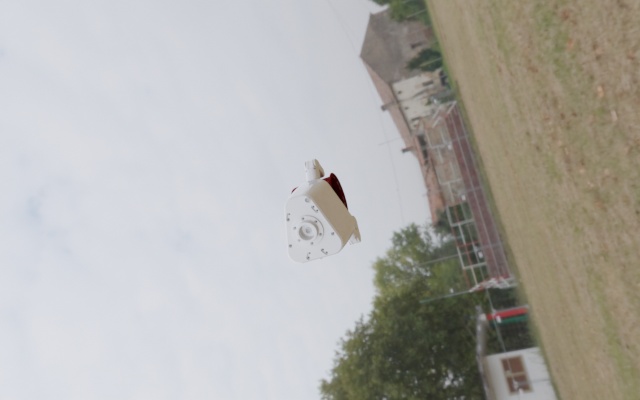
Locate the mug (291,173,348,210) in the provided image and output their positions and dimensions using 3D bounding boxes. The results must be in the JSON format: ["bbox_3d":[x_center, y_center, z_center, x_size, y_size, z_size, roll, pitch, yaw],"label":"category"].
[{"bbox_3d":[0.000,0.003,0.879,0.081,0.093,0.117,-17,9,15],"label":"mug"}]
